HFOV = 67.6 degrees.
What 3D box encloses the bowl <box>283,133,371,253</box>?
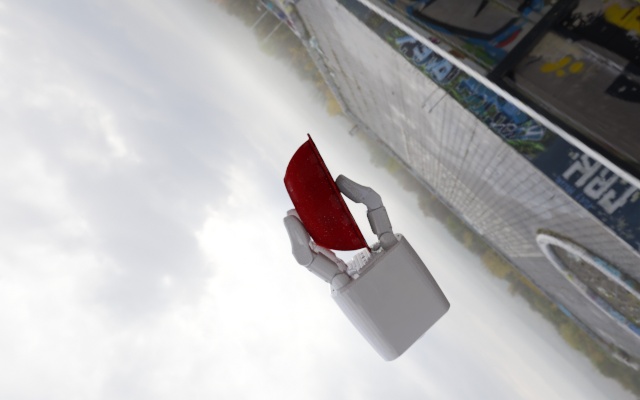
[{"bbox_3d":[-0.001,0.001,0.576,0.055,0.162,0.162,-27,-1,2],"label":"bowl"}]
